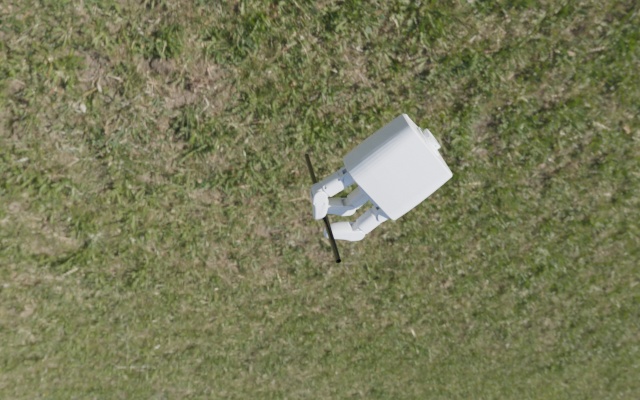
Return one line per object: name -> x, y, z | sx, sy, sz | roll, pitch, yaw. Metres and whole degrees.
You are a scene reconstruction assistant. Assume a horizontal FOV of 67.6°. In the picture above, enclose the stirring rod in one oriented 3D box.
stirring rod -> 0.000, 0.002, 0.730 | 0.011, 0.011, 0.239 | 0, 42, -16
